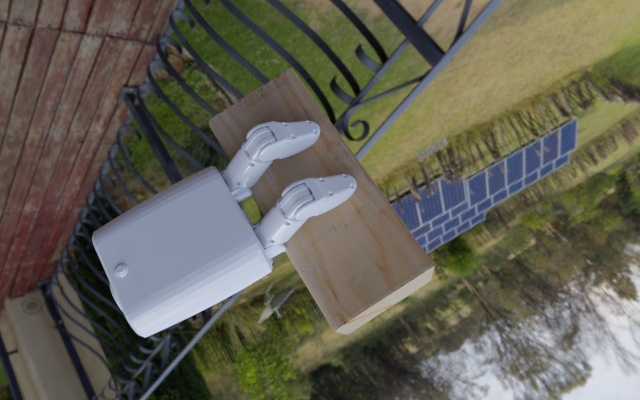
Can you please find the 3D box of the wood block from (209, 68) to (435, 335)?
[{"bbox_3d":[0.000,0.002,0.415,0.090,0.206,0.091,-33,-20,-1],"label":"wood block"}]
